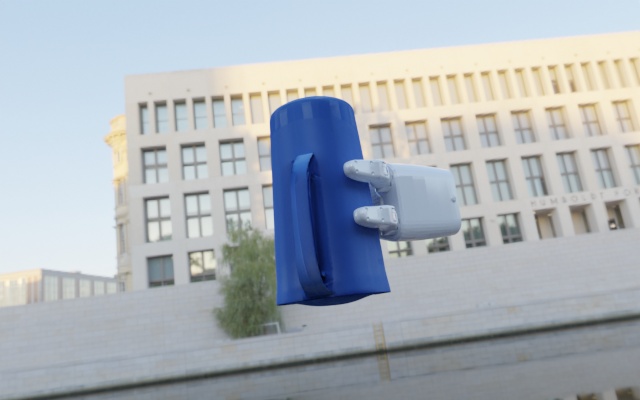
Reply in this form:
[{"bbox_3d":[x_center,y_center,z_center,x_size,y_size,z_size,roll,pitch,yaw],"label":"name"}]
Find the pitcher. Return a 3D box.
[{"bbox_3d":[0.000,0.002,0.568,0.145,0.242,0.149,0,-14,-30],"label":"pitcher"}]
